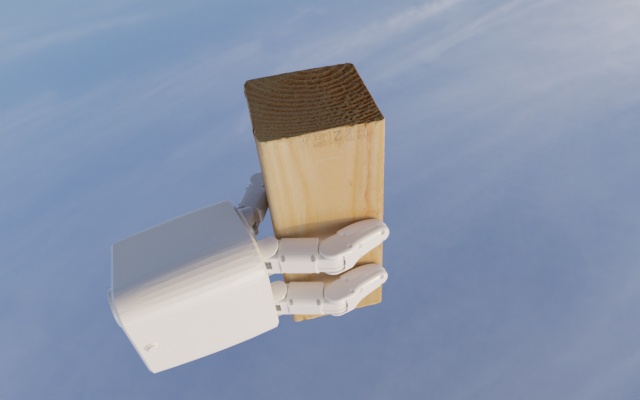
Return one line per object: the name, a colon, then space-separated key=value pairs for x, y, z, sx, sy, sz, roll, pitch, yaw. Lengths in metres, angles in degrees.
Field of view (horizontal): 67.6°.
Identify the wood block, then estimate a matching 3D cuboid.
wood block: x=0.000 y=0.001 z=0.414 sx=0.090 sy=0.206 sz=0.090 roll=-12 pitch=43 yaw=-7
